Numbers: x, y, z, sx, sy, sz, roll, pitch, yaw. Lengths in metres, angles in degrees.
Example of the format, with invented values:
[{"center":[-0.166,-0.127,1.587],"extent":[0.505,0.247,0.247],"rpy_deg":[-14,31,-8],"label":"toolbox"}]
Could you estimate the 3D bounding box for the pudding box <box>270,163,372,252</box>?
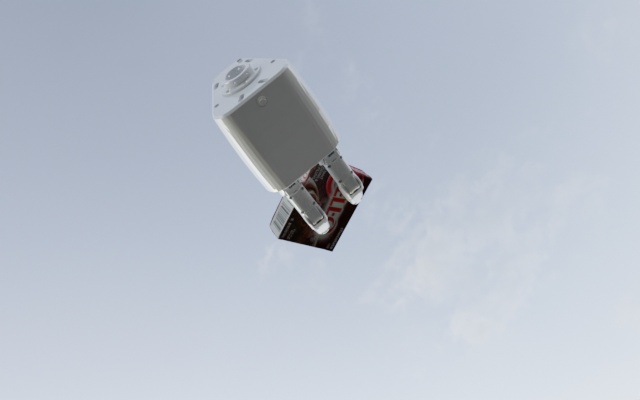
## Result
[{"center":[0.000,0.002,0.593],"extent":[0.090,0.113,0.039],"rpy_deg":[18,19,-37],"label":"pudding box"}]
